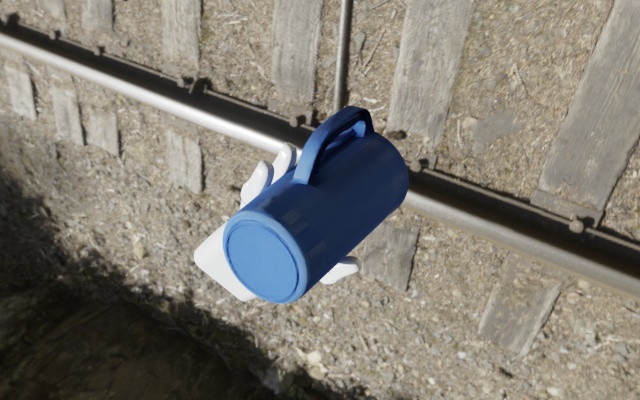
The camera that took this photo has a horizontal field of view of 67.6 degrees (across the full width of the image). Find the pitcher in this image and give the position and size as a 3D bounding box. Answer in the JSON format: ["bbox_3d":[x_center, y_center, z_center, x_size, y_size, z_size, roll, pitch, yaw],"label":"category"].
[{"bbox_3d":[0.000,0.002,0.559,0.145,0.149,0.242,-32,5,40],"label":"pitcher"}]
